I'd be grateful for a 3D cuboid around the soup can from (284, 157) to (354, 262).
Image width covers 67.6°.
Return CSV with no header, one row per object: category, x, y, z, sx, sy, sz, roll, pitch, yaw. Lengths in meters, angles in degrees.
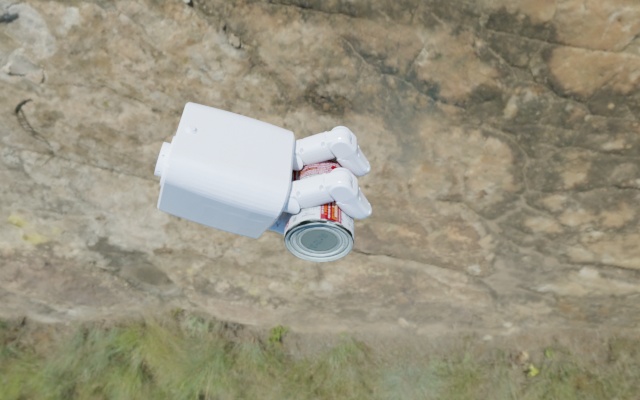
soup can,0.000,0.002,0.479,0.068,0.102,0.069,1,-40,1
